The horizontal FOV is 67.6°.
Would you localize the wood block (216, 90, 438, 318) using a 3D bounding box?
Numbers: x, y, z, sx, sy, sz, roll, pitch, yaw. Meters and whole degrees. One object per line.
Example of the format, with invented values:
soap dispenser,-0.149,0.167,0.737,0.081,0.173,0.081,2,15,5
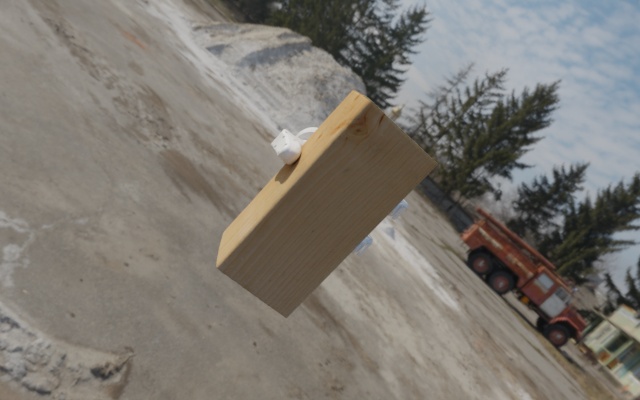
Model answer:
wood block,0.000,0.001,0.474,0.091,0.206,0.090,40,10,-17
